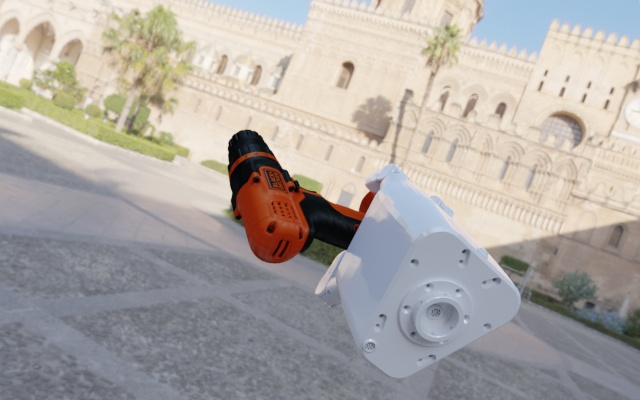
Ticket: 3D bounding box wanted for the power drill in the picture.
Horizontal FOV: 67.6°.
[{"bbox_3d":[0.001,0.002,0.477,0.188,0.057,0.184,13,31,-27],"label":"power drill"}]
